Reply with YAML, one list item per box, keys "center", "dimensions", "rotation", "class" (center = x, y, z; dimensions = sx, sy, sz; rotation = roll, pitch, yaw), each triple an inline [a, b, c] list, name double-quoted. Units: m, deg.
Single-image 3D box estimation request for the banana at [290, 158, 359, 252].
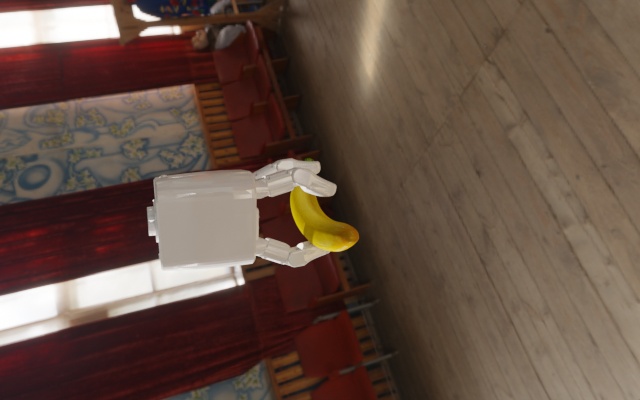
- center: [-0.005, 0.016, 0.597]
  dimensions: [0.037, 0.070, 0.197]
  rotation: [3, 29, -22]
  class: "banana"
